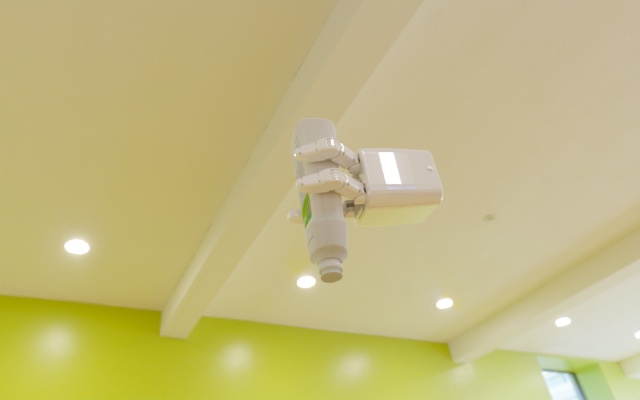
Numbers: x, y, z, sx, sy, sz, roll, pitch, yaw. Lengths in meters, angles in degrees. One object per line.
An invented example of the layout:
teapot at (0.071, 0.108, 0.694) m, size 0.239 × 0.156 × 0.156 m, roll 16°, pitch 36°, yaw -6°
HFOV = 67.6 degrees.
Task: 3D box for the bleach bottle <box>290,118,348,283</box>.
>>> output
bleach bottle at (0.000, 0.002, 0.673) m, size 0.068 × 0.250 × 0.103 m, roll -1°, pitch -38°, yaw -9°
